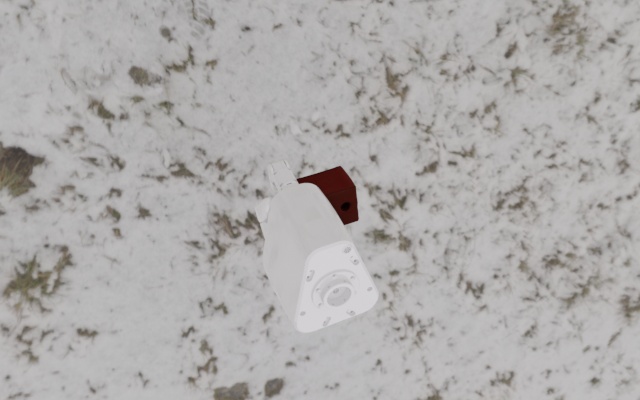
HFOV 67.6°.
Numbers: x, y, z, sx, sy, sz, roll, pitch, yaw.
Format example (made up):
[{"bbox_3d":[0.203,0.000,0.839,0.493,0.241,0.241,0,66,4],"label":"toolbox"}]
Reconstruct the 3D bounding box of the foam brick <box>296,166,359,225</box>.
[{"bbox_3d":[0.000,0.002,0.562,0.078,0.053,0.051,-18,36,-13],"label":"foam brick"}]
